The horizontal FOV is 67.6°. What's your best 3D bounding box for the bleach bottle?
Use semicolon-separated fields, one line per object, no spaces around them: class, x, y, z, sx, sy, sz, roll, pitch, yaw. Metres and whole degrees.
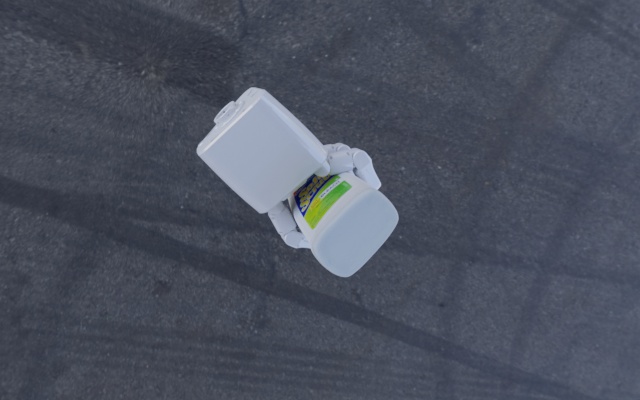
bleach bottle;0.000;0.002;0.613;0.068;0.102;0.250;45;-3;-24
